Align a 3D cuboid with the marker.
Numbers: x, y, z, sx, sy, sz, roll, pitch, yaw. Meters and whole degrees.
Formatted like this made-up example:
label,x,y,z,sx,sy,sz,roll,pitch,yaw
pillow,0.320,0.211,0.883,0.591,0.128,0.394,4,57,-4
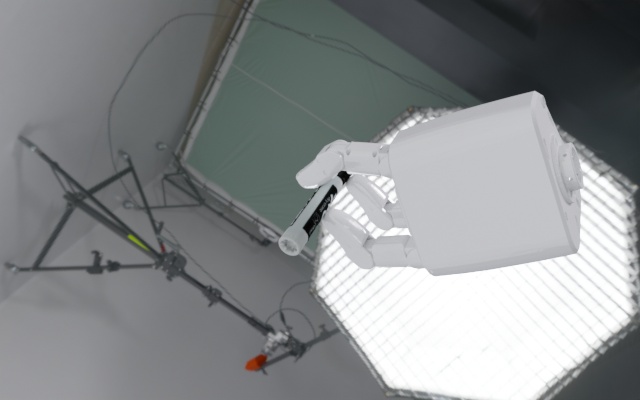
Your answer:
label,x,y,z,sx,sy,sz,roll,pitch,yaw
marker,0.000,0.001,0.408,0.020,0.020,0.121,0,34,29
